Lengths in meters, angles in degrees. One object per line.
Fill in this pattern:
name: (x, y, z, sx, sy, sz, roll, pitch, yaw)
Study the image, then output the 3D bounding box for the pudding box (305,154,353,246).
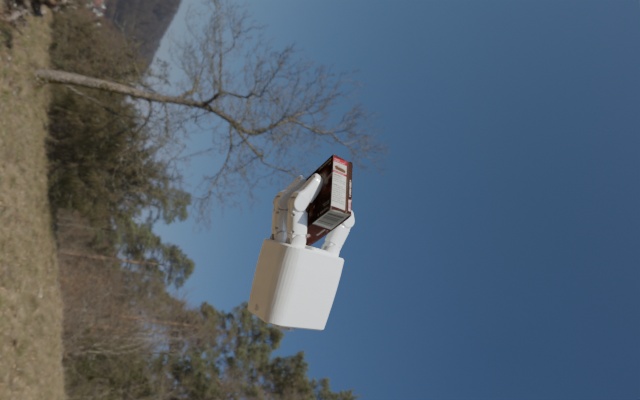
pudding box: (0.000, 0.002, 0.675, 0.039, 0.090, 0.113, 21, -36, -27)
